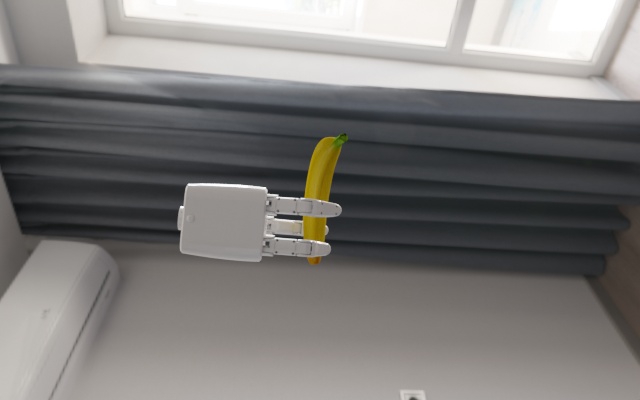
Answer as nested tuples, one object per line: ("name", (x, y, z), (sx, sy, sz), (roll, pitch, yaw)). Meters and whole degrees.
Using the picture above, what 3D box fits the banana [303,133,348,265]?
("banana", (-0.002, -0.008, 0.684), (0.037, 0.198, 0.069), (7, 20, -11))
